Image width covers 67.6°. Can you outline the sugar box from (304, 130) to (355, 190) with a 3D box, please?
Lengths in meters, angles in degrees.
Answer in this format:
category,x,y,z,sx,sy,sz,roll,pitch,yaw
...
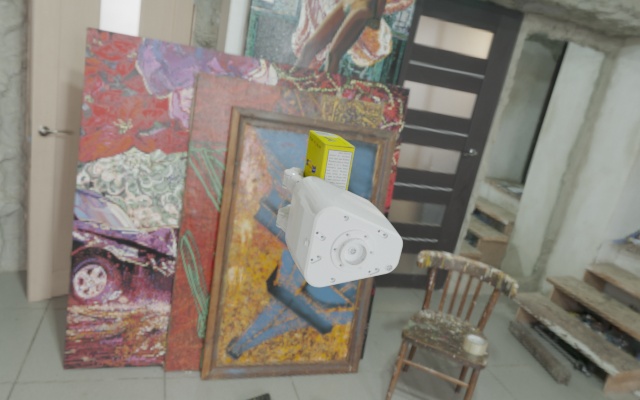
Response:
category,x,y,z,sx,sy,sz,roll,pitch,yaw
sugar box,0.000,0.002,0.640,0.048,0.176,0.093,7,17,-16
